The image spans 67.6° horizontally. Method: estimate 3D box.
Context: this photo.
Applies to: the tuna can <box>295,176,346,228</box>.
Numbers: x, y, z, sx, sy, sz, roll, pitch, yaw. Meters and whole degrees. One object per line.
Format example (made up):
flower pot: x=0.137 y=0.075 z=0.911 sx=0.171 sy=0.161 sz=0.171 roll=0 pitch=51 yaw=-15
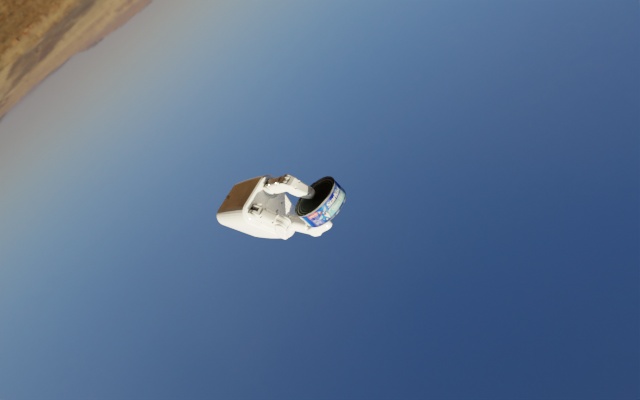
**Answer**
tuna can: x=0.001 y=0.003 z=0.788 sx=0.034 sy=0.086 sz=0.086 roll=44 pitch=-22 yaw=-24
